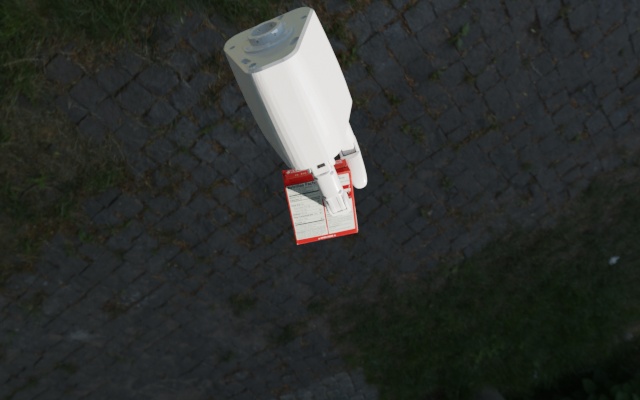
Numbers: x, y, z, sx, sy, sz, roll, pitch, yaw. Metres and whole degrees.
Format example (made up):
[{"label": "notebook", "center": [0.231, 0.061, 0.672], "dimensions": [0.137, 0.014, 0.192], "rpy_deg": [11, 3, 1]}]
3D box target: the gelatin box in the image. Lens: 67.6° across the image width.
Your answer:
[{"label": "gelatin box", "center": [0.000, 0.002, 0.536], "dimensions": [0.073, 0.089, 0.030], "rpy_deg": [-12, 35, -3]}]
